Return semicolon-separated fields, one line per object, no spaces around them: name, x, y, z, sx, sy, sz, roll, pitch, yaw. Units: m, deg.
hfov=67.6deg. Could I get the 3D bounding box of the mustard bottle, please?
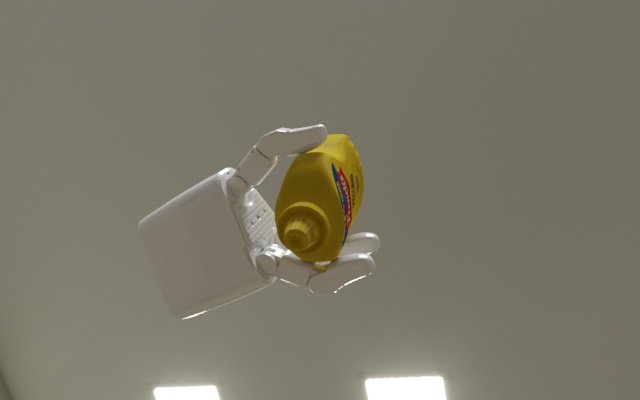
mustard bottle;0.000;0.001;0.434;0.058;0.096;0.191;-1;17;13
